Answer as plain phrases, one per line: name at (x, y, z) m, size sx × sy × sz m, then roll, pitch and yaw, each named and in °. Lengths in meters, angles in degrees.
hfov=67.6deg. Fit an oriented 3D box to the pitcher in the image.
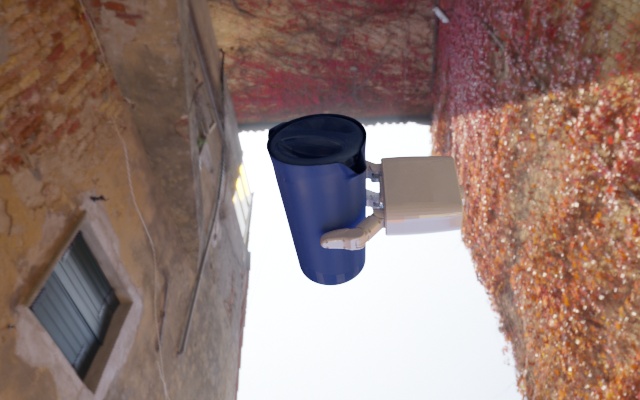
pitcher at (0.000, 0.002, 0.702) m, size 0.145 × 0.243 × 0.149 m, roll -4°, pitch 38°, yaw 5°
